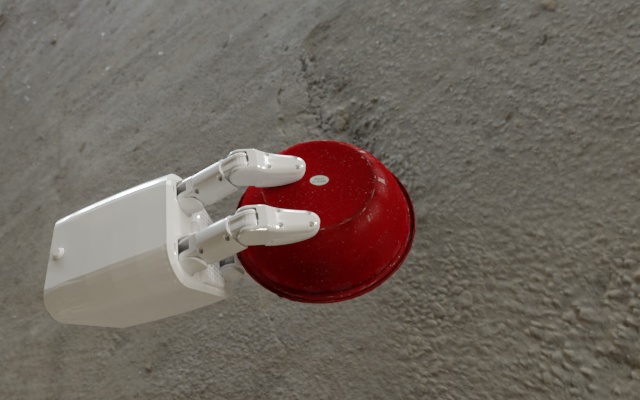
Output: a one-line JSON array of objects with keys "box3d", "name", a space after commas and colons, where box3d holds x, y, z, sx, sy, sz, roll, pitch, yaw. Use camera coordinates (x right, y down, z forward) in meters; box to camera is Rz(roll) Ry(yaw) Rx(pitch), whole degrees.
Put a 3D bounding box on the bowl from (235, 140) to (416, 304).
[{"box3d": [0.001, 0.001, 0.401, 0.162, 0.162, 0.055, 0, -37, 6], "name": "bowl"}]
